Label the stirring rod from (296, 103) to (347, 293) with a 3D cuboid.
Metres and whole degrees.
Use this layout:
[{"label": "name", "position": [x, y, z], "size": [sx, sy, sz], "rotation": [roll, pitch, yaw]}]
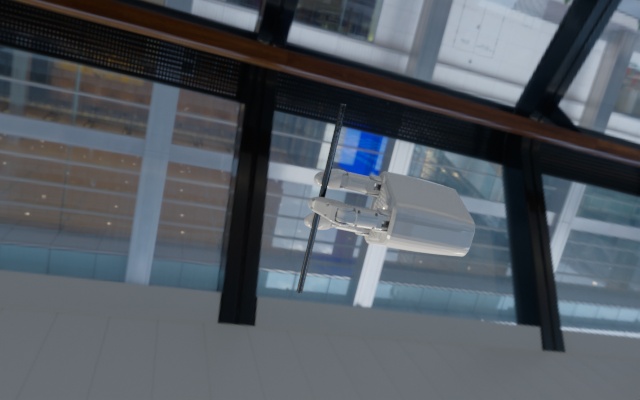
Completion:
[{"label": "stirring rod", "position": [0.000, 0.002, 0.582], "size": [0.011, 0.239, 0.011], "rotation": [13, 12, -3]}]
